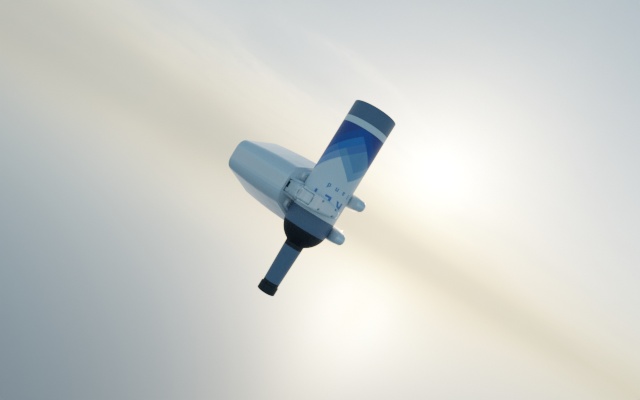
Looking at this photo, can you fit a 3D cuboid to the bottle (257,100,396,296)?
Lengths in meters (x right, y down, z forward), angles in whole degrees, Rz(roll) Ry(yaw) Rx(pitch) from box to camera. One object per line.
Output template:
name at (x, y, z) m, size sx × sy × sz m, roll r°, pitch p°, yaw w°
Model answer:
bottle at (0.000, 0.002, 0.668) m, size 0.069 × 0.295 × 0.069 m, roll 32°, pitch 0°, yaw 0°
